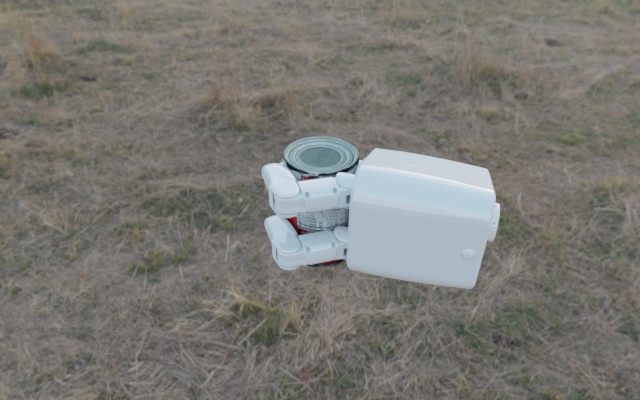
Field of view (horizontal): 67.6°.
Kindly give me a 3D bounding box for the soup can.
[{"bbox_3d":[0.000,0.001,0.437,0.068,0.102,0.068,1,35,0],"label":"soup can"}]
